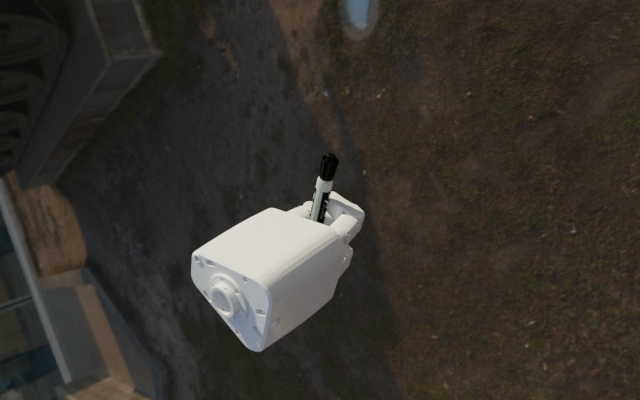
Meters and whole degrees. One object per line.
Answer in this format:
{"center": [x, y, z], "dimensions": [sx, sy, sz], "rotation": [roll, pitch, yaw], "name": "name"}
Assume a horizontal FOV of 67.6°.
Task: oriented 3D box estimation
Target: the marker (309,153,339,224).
{"center": [0.000, 0.002, 0.528], "dimensions": [0.020, 0.121, 0.020], "rotation": [9, 34, -6], "name": "marker"}
